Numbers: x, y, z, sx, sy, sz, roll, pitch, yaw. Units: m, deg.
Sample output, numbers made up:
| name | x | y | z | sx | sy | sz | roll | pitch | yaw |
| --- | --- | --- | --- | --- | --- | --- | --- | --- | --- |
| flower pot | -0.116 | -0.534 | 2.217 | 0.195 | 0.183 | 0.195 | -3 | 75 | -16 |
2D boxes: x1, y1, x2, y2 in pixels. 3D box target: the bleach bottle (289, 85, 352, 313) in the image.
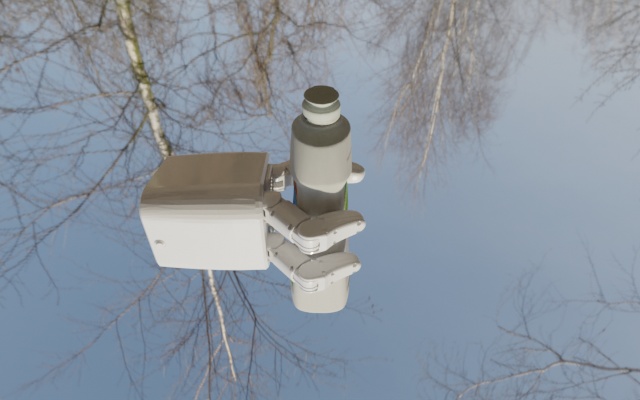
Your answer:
| name | x | y | z | sx | sy | sz | roll | pitch | yaw |
| --- | --- | --- | --- | --- | --- | --- | --- | --- | --- |
| bleach bottle | 0.000 | 0.002 | 0.467 | 0.068 | 0.251 | 0.102 | 0 | 44 | 0 |
